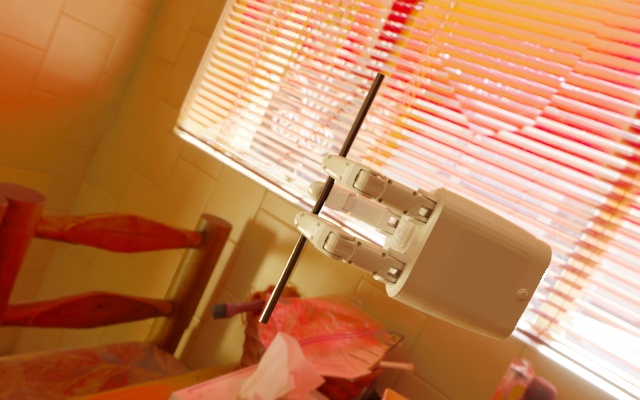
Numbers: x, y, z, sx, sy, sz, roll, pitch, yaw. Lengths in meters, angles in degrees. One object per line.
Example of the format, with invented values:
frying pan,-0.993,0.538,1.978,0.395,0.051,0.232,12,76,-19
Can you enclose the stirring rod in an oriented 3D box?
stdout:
stirring rod,0.000,0.001,0.417,0.011,0.239,0.011,25,6,-3
